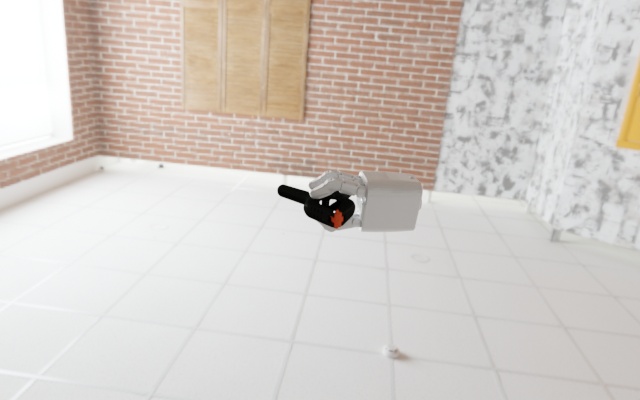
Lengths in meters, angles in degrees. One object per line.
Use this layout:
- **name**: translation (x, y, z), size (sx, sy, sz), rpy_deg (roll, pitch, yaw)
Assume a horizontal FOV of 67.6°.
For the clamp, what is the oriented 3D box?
- **clamp**: translation (0.000, 0.004, 0.899), size (0.164, 0.036, 0.210), rpy_deg (-1, 18, -4)
